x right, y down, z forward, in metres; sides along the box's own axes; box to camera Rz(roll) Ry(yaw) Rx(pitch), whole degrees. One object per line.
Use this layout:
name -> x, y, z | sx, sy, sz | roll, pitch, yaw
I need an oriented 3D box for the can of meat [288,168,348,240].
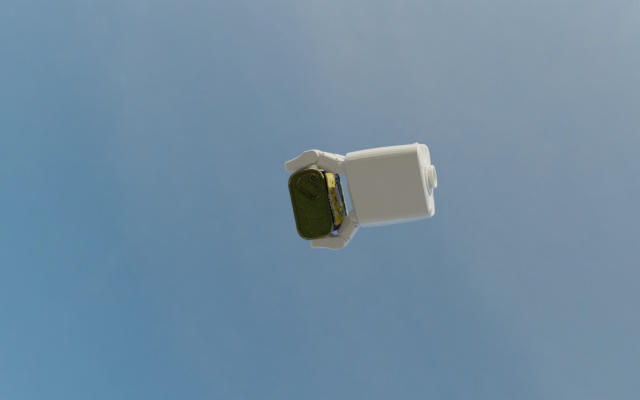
can of meat -> 0.000, 0.002, 0.724 | 0.057, 0.102, 0.084 | -11, 1, 23
